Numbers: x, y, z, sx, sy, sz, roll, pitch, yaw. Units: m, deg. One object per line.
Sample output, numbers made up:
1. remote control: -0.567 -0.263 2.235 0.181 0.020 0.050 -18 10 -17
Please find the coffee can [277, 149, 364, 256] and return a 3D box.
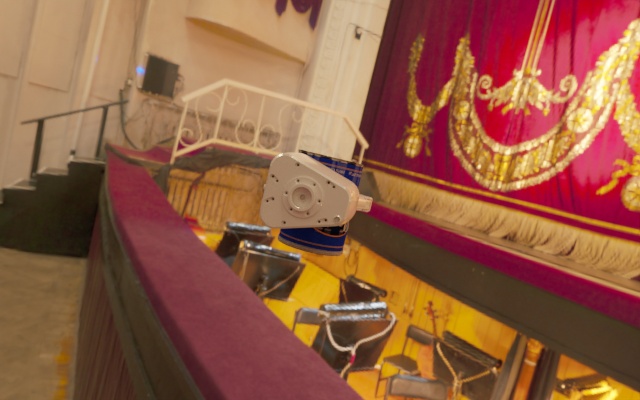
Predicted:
1. coffee can: 0.000 0.003 0.725 0.103 0.140 0.103 13 5 -1
